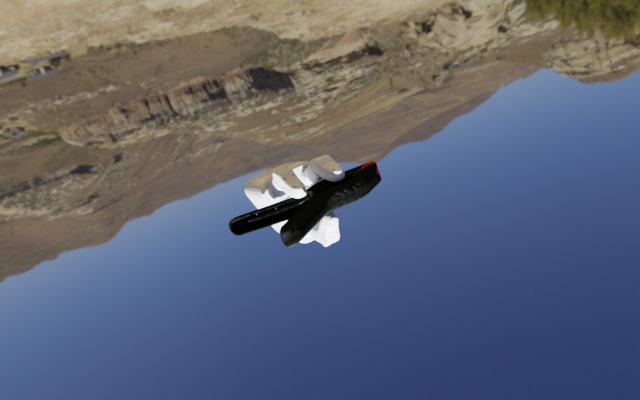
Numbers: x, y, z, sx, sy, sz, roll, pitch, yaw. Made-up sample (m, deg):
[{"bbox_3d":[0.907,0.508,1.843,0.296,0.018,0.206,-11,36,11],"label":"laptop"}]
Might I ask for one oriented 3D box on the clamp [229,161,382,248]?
[{"bbox_3d":[0.001,0.002,0.603,0.210,0.036,0.164,-25,15,-21],"label":"clamp"}]
